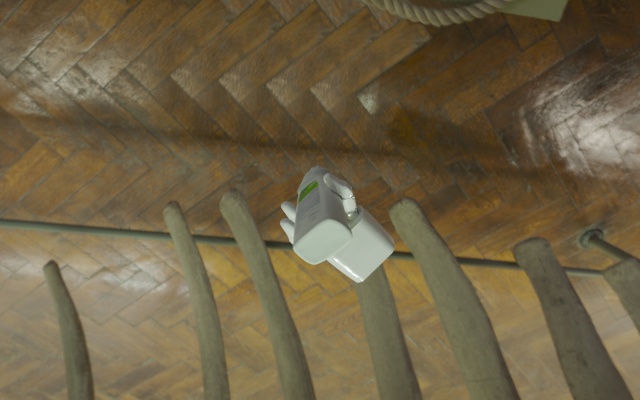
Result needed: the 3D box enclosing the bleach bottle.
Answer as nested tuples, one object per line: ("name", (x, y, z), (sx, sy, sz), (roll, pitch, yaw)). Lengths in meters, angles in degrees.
("bleach bottle", (0.000, 0.003, 0.883), (0.102, 0.068, 0.250), (-39, 26, 21))
